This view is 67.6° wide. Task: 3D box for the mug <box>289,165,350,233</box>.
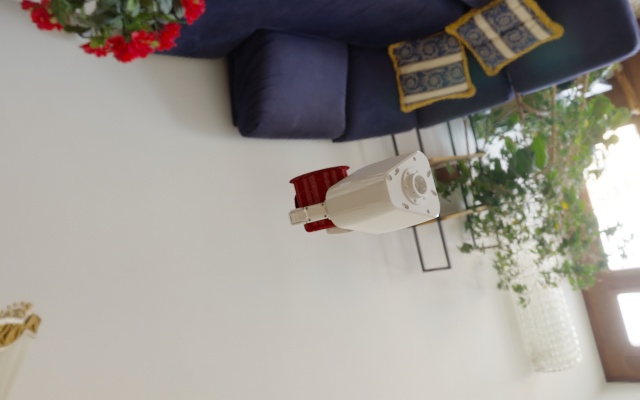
[{"bbox_3d":[-0.001,0.003,0.717,0.093,0.081,0.117,-10,-6,-43],"label":"mug"}]
